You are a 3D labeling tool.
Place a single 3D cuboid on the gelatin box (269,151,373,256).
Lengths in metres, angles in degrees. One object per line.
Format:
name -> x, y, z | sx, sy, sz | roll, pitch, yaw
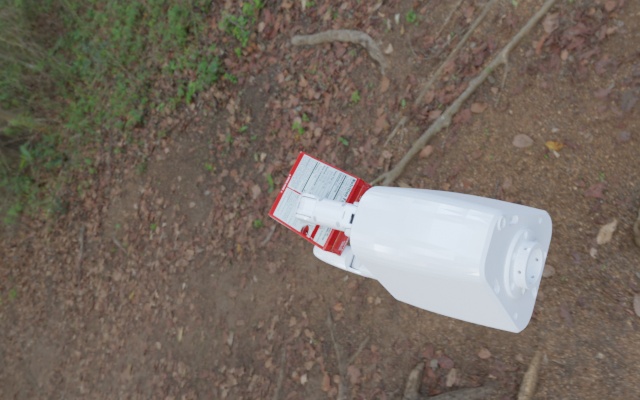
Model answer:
gelatin box -> 0.000, 0.001, 0.460 | 0.089, 0.073, 0.030 | 28, 2, 42
